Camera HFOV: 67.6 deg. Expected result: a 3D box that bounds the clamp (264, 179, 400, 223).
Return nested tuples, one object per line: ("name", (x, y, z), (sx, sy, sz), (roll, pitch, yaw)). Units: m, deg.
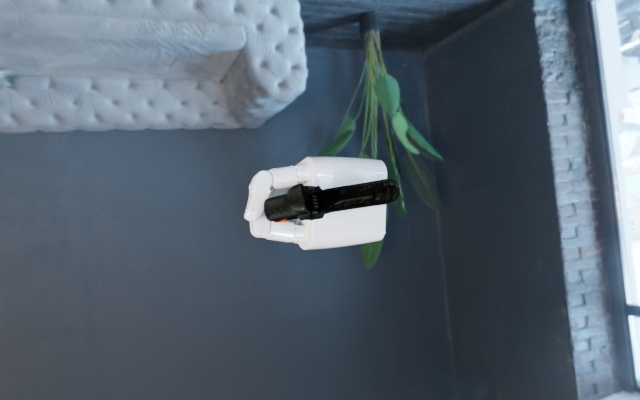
("clamp", (0.000, 0.002, 0.507), (0.120, 0.039, 0.171), (1, -5, -22))
